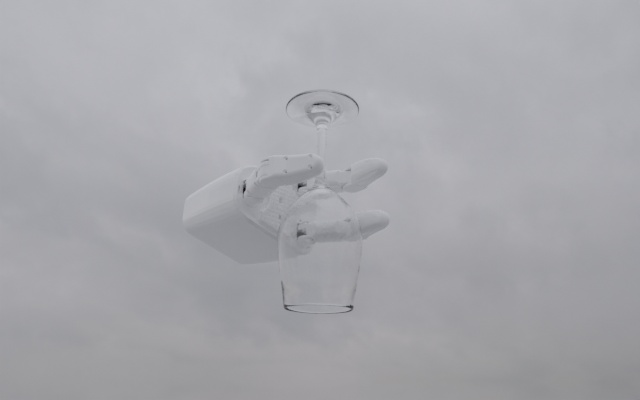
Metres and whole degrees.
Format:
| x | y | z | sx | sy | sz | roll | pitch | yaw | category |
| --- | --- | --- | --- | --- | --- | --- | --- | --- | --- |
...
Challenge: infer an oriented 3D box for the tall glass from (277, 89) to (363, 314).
| x | y | z | sx | sy | sz | roll | pitch | yaw | category |
| --- | --- | --- | --- | --- | --- | --- | --- | --- | --- |
| 0.000 | 0.001 | 0.450 | 0.079 | 0.201 | 0.079 | 1 | -20 | 0 | tall glass |
